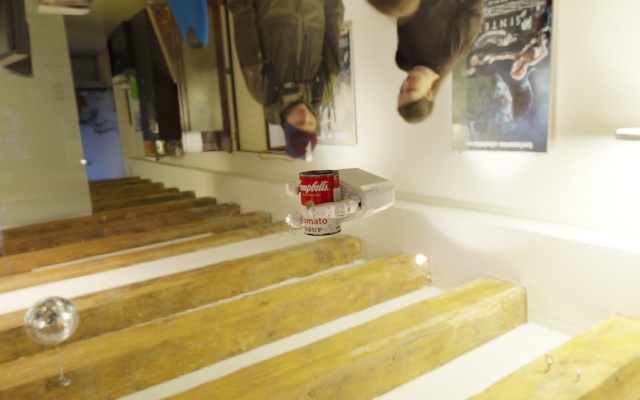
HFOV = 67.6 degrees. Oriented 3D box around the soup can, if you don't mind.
[{"bbox_3d":[0.000,0.003,0.803,0.068,0.102,0.068,-3,11,1],"label":"soup can"}]
